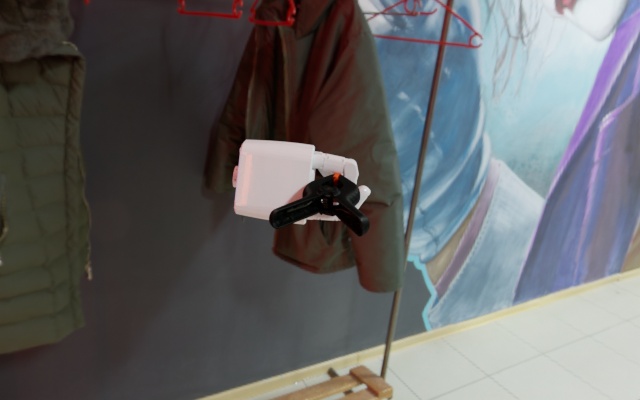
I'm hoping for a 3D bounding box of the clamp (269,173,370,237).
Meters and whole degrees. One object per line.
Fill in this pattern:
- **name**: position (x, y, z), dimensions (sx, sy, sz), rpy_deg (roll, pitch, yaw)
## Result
- **clamp**: position (0.000, 0.001, 0.628), dimensions (0.120, 0.039, 0.171), rpy_deg (7, 19, 0)
